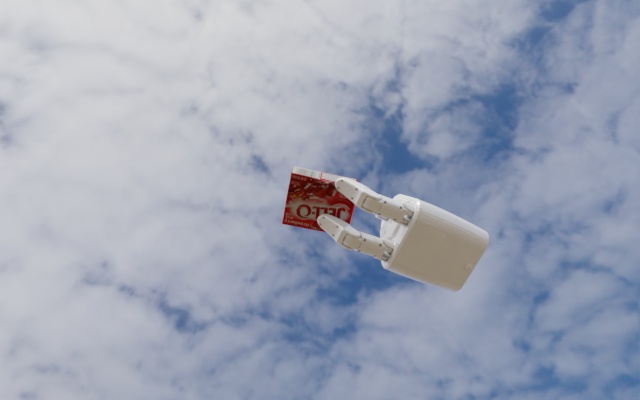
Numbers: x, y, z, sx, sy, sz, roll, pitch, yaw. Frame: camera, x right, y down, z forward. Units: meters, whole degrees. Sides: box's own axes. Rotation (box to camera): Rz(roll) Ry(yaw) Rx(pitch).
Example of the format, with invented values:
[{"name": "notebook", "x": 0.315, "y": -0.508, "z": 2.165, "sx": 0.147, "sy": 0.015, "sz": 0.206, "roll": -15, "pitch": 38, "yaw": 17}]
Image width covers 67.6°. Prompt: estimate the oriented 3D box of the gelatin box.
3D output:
[{"name": "gelatin box", "x": 0.000, "y": 0.002, "z": 0.619, "sx": 0.089, "sy": 0.073, "sz": 0.030, "roll": 12, "pitch": 23, "yaw": -1}]
